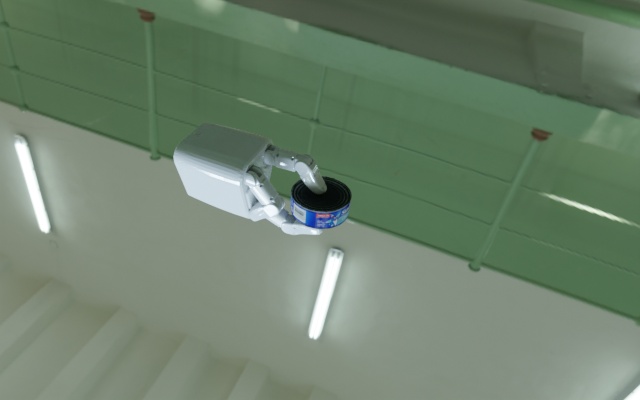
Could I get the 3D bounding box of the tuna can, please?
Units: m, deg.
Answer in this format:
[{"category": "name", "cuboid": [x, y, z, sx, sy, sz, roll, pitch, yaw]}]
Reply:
[{"category": "tuna can", "cuboid": [0.000, 0.003, 0.681, 0.086, 0.034, 0.086, 3, 37, -2]}]
